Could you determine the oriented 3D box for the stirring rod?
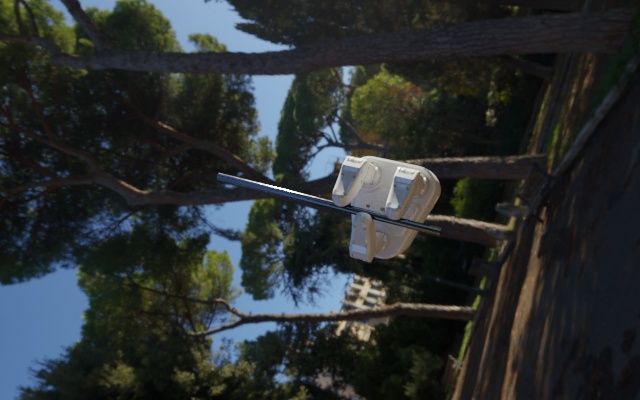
[{"bbox_3d":[0.000,0.002,0.477,0.239,0.011,0.011,14,5,19],"label":"stirring rod"}]
